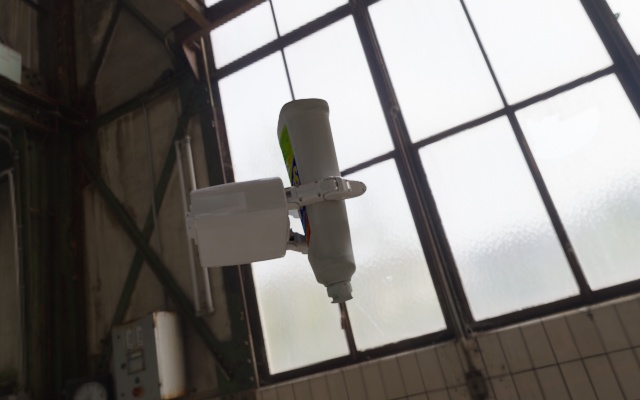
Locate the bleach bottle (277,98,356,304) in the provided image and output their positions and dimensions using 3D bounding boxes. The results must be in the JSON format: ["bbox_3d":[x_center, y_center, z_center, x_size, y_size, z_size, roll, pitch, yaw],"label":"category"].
[{"bbox_3d":[0.000,0.002,0.605,0.068,0.250,0.103,-8,-22,-14],"label":"bleach bottle"}]
